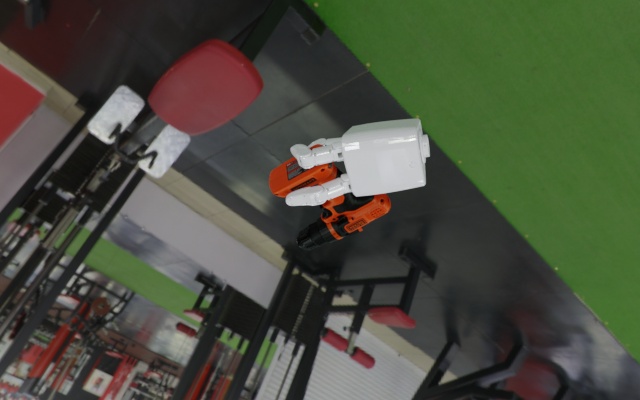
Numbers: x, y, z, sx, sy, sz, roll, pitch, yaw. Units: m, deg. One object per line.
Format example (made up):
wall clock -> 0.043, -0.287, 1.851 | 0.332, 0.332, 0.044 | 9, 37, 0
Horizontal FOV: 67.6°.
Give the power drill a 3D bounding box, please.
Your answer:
power drill -> 0.000, 0.002, 0.788 | 0.184, 0.057, 0.188 | -30, -43, 18
